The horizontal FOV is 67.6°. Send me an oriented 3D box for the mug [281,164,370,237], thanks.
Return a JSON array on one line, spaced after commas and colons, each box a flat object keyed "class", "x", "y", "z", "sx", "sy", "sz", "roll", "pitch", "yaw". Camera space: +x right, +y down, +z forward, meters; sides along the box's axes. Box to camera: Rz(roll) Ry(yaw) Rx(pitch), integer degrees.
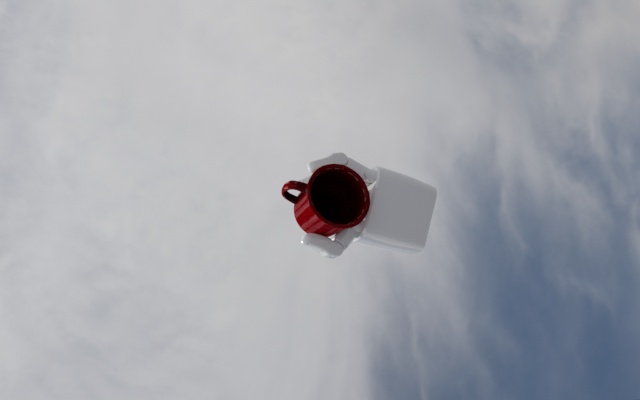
[{"class": "mug", "x": -0.001, "y": 0.002, "z": 0.675, "sx": 0.117, "sy": 0.093, "sz": 0.081, "roll": 17, "pitch": -24, "yaw": -16}]
